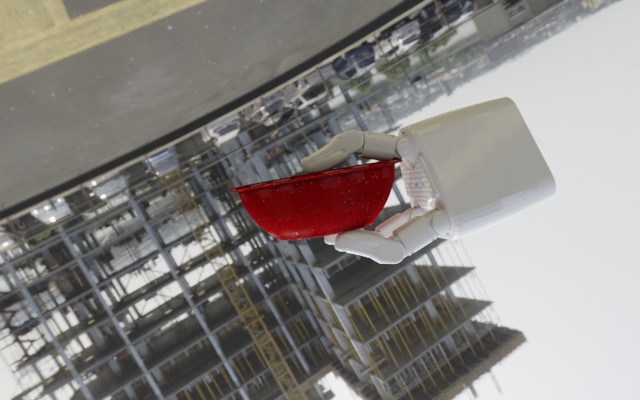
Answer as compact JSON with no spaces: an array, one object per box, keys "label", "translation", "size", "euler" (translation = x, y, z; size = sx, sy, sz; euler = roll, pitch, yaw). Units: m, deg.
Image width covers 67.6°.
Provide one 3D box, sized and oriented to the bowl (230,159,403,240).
[{"label":"bowl","translation":[-0.001,0.002,0.446],"size":[0.162,0.055,0.162],"euler":[-10,2,0]}]
